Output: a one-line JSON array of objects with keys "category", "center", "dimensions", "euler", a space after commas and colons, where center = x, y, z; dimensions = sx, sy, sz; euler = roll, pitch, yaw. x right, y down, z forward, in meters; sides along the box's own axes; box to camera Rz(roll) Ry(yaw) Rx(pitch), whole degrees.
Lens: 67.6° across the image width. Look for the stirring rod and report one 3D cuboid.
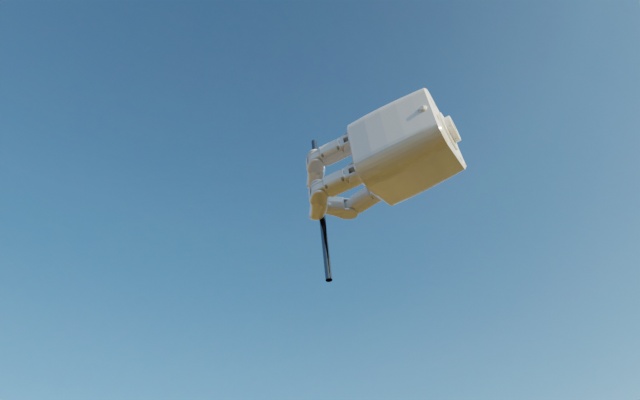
[{"category": "stirring rod", "center": [0.000, 0.002, 0.624], "dimensions": [0.011, 0.239, 0.011], "euler": [-3, -42, -3]}]
